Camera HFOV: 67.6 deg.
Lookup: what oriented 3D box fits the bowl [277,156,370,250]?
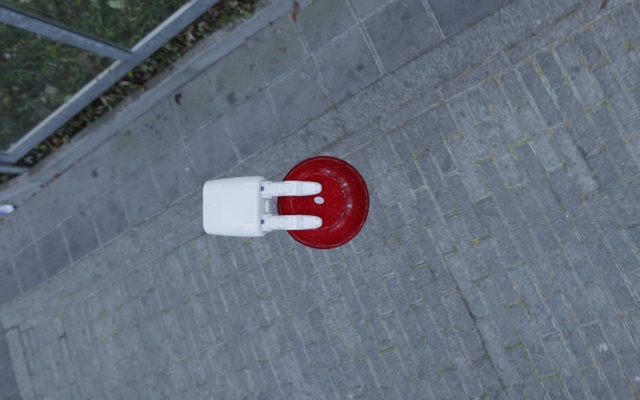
[{"bbox_3d":[0.001,0.002,0.795,0.162,0.162,0.055,0,-2,9],"label":"bowl"}]
